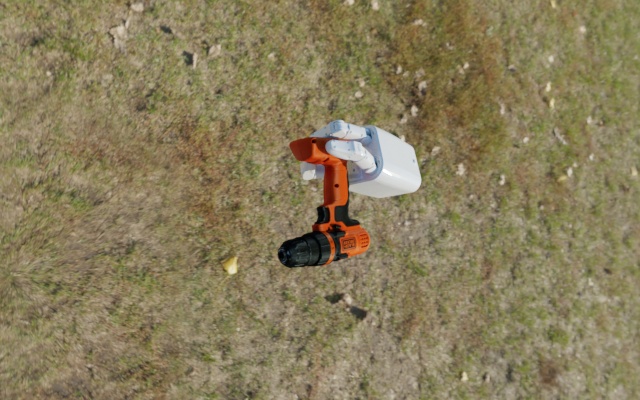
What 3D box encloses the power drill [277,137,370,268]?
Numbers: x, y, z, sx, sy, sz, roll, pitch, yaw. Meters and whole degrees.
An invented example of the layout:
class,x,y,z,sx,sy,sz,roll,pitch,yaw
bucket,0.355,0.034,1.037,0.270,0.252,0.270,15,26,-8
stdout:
class,x,y,z,sx,sy,sz,roll,pitch,yaw
power drill,0.000,0.002,0.714,0.057,0.187,0.184,-5,0,39
